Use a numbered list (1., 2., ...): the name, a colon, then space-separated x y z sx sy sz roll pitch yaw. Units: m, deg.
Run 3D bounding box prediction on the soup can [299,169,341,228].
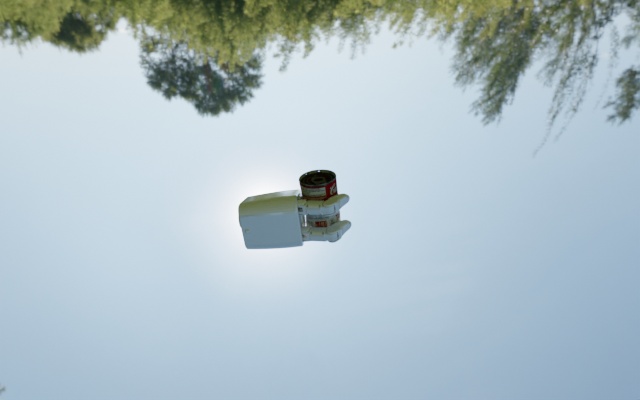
1. soup can: 0.001 0.003 0.877 0.068 0.102 0.068 -6 27 3
